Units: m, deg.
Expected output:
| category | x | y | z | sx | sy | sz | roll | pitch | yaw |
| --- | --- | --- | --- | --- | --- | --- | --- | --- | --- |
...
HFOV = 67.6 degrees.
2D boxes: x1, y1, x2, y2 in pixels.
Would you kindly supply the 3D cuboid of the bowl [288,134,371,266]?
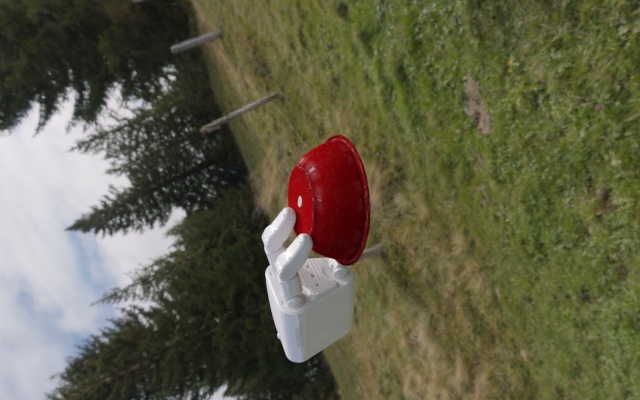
| category | x | y | z | sx | sy | sz | roll | pitch | yaw |
| --- | --- | --- | --- | --- | --- | --- | --- | --- | --- |
| bowl | 0.000 | 0.001 | 0.578 | 0.055 | 0.162 | 0.162 | -4 | 1 | -21 |
